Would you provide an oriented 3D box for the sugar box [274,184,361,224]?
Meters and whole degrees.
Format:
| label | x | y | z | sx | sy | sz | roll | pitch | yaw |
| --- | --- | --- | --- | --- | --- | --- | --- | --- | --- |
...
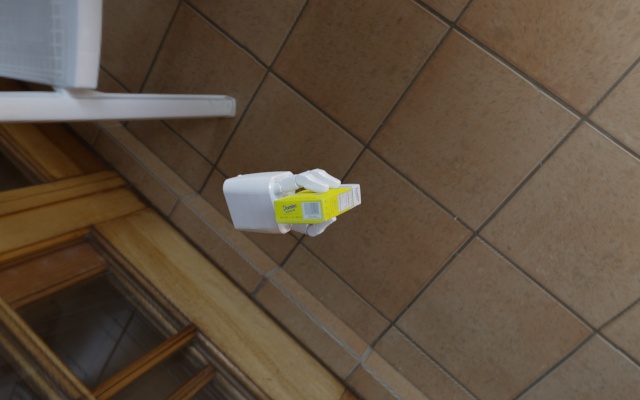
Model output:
| label | x | y | z | sx | sy | sz | roll | pitch | yaw |
| --- | --- | --- | --- | --- | --- | --- | --- | --- | --- |
| sugar box | 0.000 | 0.002 | 0.858 | 0.093 | 0.048 | 0.176 | -1 | 12 | 24 |
